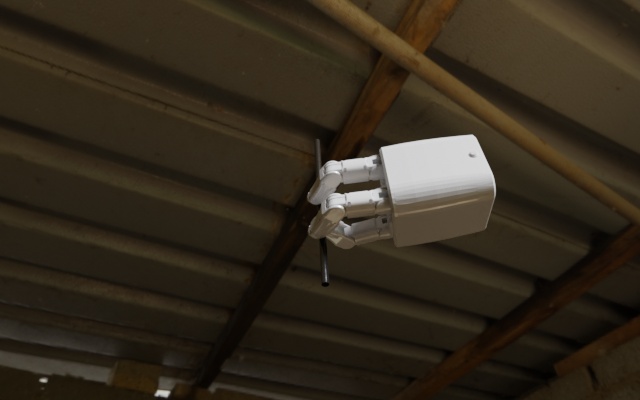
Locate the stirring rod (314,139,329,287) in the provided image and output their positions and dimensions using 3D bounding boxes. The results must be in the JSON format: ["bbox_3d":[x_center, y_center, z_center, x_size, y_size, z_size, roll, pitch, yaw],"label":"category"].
[{"bbox_3d":[0.000,0.002,0.569,0.011,0.011,0.239,0,44,-3],"label":"stirring rod"}]
